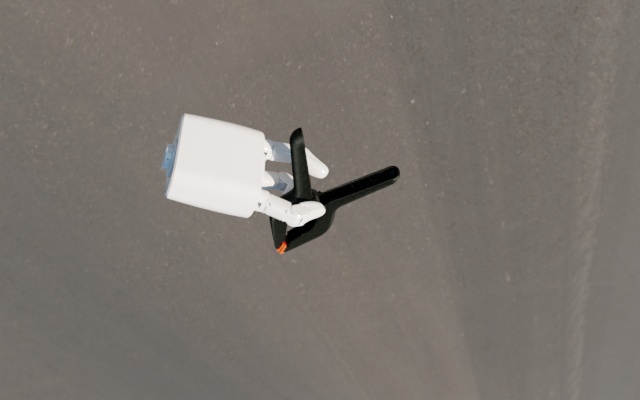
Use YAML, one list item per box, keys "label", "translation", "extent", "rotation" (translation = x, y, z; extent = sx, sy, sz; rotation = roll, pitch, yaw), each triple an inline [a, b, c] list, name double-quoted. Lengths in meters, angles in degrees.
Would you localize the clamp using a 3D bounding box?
- label: "clamp"
  translation: [0.000, 0.003, 0.662]
  extent: [0.164, 0.036, 0.210]
  rotation: [13, -49, -22]
